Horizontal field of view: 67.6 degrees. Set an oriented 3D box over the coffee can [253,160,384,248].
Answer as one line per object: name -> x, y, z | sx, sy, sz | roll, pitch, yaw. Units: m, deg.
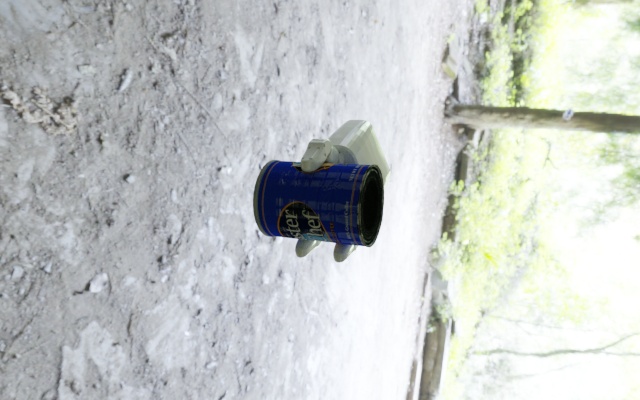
coffee can -> 0.000, 0.002, 0.609 | 0.140, 0.103, 0.103 | 4, 2, 23
